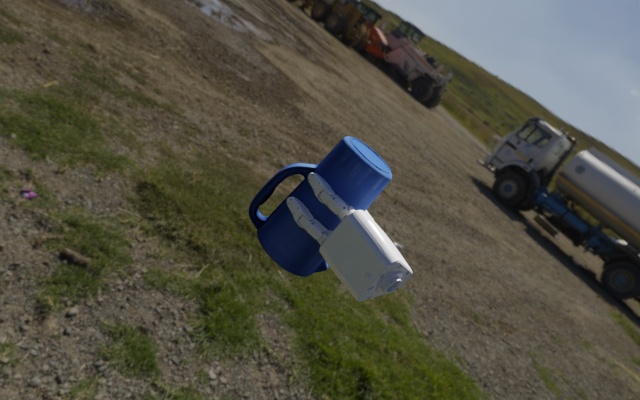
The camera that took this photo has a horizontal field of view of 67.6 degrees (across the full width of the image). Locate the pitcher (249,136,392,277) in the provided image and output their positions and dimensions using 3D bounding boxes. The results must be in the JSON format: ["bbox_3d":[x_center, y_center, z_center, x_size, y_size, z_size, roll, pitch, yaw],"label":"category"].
[{"bbox_3d":[0.000,0.003,0.836,0.149,0.243,0.145,16,31,-51],"label":"pitcher"}]
